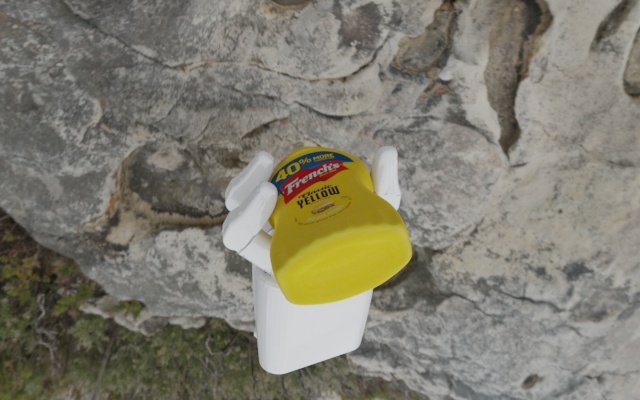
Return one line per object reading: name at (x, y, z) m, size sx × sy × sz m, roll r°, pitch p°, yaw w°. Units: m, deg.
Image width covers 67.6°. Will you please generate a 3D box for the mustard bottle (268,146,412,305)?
mustard bottle at (0.000, 0.001, 0.400) m, size 0.096 × 0.058 × 0.191 m, roll -22°, pitch 30°, yaw 0°
